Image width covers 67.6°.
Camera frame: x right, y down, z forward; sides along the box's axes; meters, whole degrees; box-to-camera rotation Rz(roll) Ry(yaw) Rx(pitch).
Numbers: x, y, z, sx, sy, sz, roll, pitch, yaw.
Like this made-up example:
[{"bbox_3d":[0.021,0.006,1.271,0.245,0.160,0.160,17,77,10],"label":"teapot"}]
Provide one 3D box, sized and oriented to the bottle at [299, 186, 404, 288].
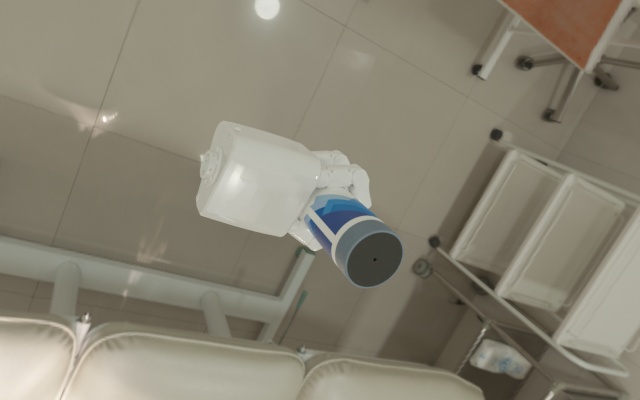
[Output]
[{"bbox_3d":[0.000,0.002,0.596,0.069,0.069,0.295,0,23,-24],"label":"bottle"}]
